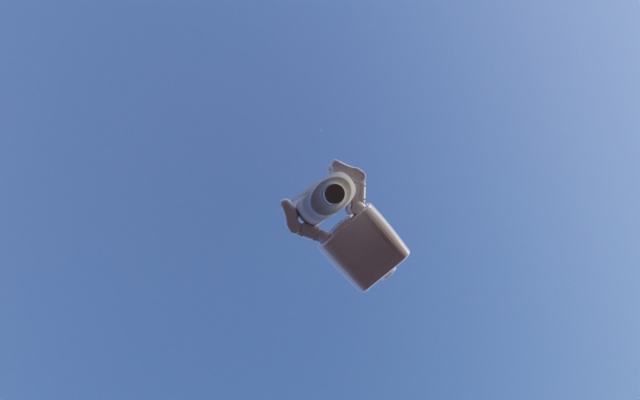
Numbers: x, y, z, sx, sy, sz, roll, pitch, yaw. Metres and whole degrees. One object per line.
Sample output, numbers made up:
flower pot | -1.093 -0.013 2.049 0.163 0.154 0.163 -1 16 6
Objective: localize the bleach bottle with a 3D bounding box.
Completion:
bleach bottle | 0.000 0.002 0.779 0.102 0.068 0.251 -40 2 -6
